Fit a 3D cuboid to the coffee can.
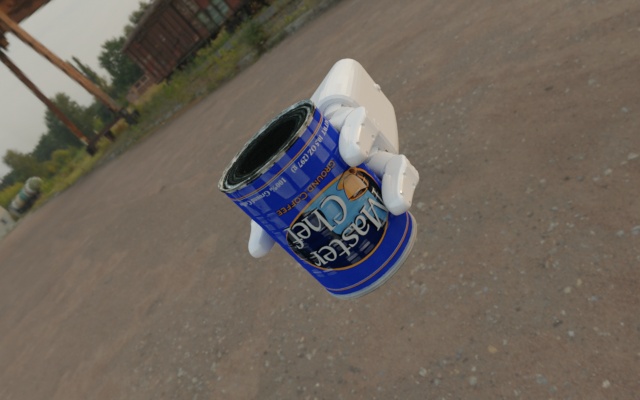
[{"bbox_3d":[0.000,0.002,0.405,0.140,0.102,0.103,46,-22,-23],"label":"coffee can"}]
